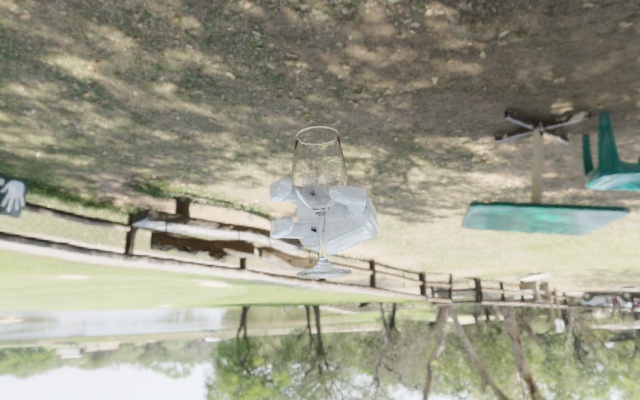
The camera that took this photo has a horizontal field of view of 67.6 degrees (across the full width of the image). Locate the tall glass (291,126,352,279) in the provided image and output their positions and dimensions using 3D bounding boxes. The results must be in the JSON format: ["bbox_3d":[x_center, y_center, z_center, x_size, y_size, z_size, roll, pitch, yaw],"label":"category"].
[{"bbox_3d":[0.000,0.003,0.655,0.079,0.201,0.079,-3,-17,-1],"label":"tall glass"}]
